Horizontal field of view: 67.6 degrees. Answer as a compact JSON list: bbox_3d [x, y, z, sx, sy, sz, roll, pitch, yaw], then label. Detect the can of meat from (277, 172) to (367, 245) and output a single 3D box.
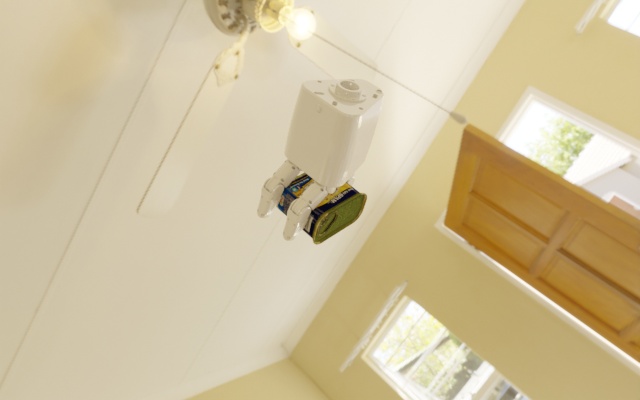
[{"bbox_3d":[0.000,0.002,0.674,0.084,0.057,0.102,39,48,26],"label":"can of meat"}]
